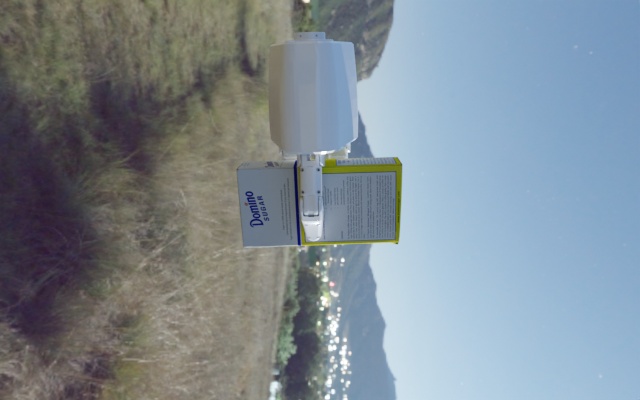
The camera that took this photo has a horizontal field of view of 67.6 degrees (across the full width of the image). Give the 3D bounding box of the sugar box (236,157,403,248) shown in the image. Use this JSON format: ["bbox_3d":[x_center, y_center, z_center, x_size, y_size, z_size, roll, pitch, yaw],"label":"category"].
[{"bbox_3d":[0.000,0.001,0.532,0.176,0.093,0.048,0,17,4],"label":"sugar box"}]
